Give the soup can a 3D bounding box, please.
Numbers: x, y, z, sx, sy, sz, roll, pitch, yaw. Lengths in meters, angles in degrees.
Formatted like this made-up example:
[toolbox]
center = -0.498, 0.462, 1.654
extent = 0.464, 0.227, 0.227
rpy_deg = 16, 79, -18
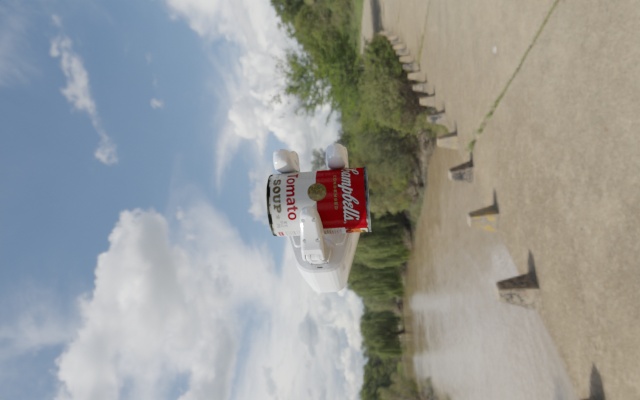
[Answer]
[soup can]
center = 0.000, 0.002, 0.497
extent = 0.102, 0.068, 0.068
rpy_deg = -4, 0, 5
